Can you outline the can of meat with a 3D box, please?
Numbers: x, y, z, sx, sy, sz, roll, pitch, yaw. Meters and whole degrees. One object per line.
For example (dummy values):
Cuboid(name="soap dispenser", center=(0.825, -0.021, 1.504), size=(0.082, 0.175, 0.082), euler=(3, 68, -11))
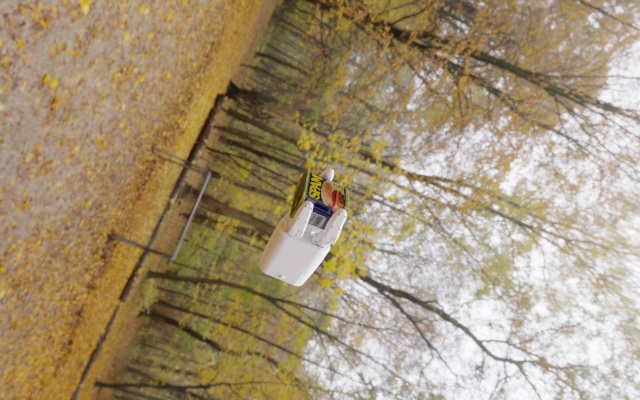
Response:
Cuboid(name="can of meat", center=(0.000, 0.003, 0.818), size=(0.084, 0.057, 0.102), euler=(24, 34, -12))
